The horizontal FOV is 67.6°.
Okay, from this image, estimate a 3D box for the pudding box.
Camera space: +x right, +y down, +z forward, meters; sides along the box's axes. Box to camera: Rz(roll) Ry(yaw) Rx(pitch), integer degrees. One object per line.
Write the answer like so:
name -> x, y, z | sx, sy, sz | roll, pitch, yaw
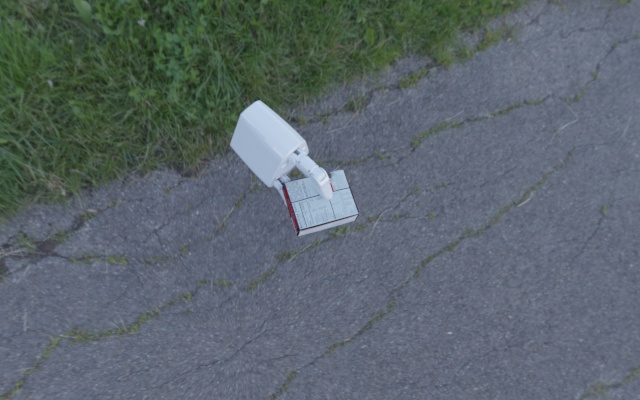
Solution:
pudding box -> 0.000, 0.003, 0.812 | 0.113, 0.090, 0.039 | -15, -15, -13
